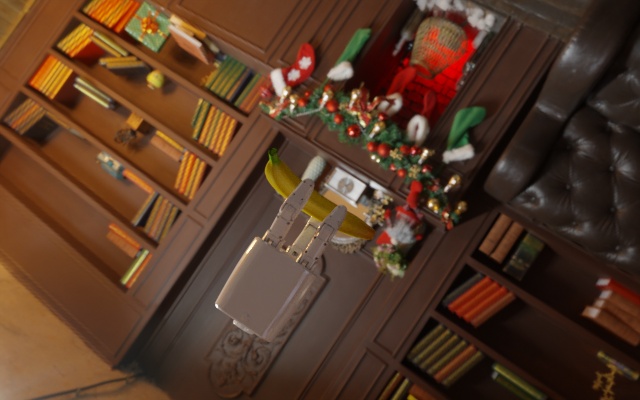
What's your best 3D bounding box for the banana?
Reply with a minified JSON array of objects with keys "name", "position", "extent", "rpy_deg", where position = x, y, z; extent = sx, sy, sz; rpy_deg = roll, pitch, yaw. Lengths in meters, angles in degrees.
[{"name":"banana","position":[-0.010,0.000,0.685],"extent":[0.198,0.037,0.069],"rpy_deg":[37,-14,-18]}]
